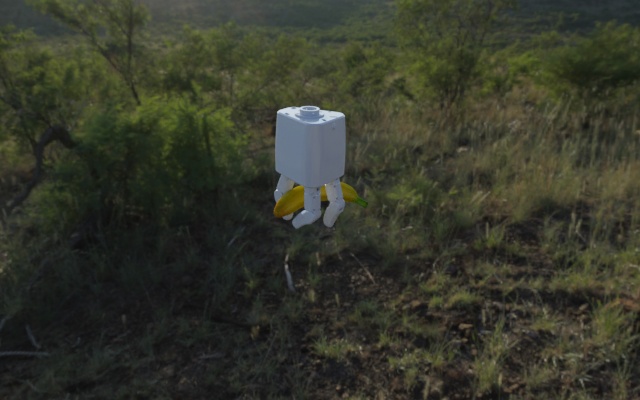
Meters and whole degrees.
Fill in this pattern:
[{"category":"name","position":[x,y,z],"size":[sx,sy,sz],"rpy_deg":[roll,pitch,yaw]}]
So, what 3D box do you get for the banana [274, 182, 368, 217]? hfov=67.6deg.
[{"category":"banana","position":[-0.006,-0.007,0.871],"size":[0.198,0.037,0.069],"rpy_deg":[-7,34,-31]}]
